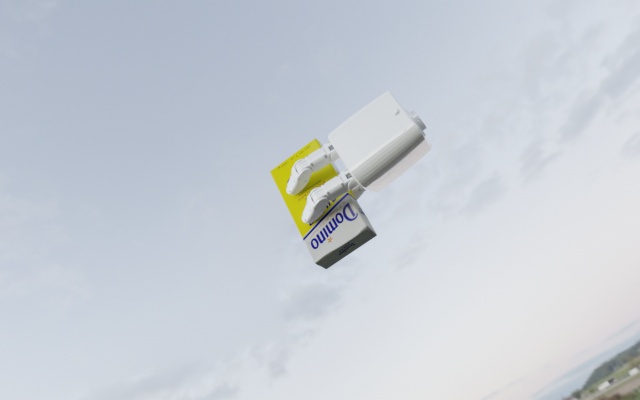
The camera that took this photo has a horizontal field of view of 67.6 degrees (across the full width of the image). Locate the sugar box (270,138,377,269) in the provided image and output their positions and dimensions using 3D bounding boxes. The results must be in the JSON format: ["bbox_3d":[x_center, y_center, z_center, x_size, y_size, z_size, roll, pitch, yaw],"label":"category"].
[{"bbox_3d":[0.000,0.002,0.705,0.093,0.176,0.048,-36,-33,11],"label":"sugar box"}]
